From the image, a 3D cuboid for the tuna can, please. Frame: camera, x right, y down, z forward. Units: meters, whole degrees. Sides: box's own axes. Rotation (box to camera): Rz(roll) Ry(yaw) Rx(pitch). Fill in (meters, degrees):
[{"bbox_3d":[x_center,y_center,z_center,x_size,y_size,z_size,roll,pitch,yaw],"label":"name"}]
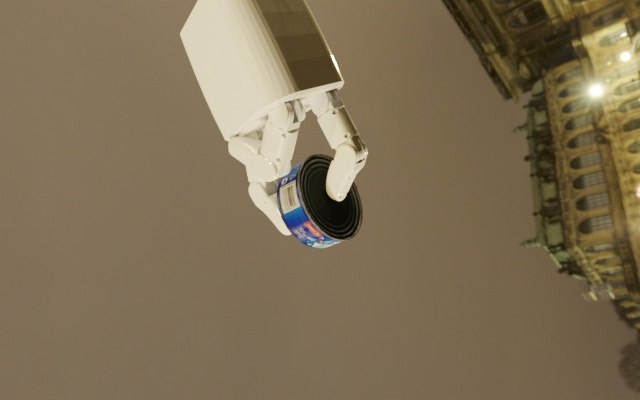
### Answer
[{"bbox_3d":[0.000,0.002,0.453,0.034,0.086,0.086,-25,-16,38],"label":"tuna can"}]
